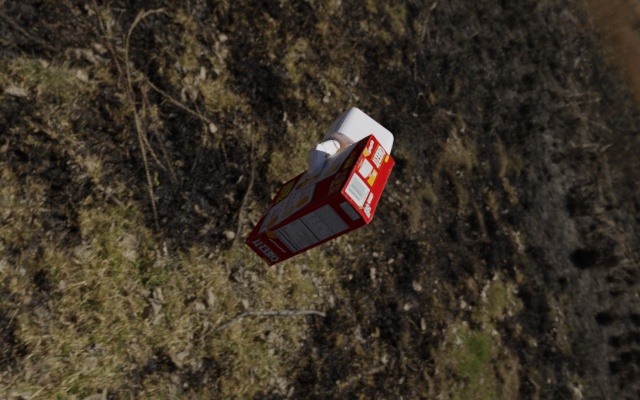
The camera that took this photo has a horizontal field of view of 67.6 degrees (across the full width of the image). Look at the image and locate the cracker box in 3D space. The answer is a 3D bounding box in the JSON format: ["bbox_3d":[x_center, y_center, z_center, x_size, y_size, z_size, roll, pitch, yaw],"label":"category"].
[{"bbox_3d":[0.000,0.002,0.759,0.214,0.072,0.164,-28,22,37],"label":"cracker box"}]
